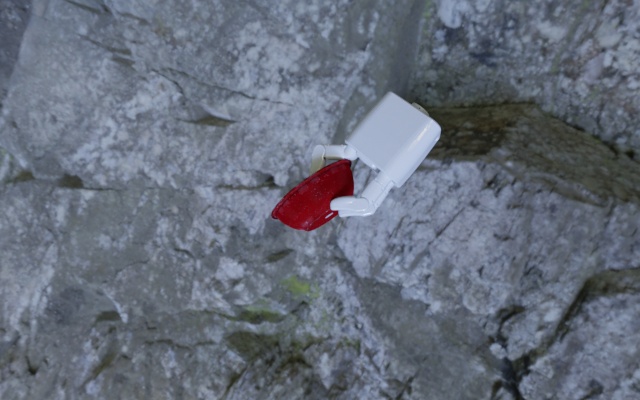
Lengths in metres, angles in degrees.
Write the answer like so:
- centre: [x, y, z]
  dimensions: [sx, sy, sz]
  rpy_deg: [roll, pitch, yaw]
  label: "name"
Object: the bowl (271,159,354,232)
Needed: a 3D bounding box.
- centre: [-0.001, 0.004, 0.784]
  dimensions: [0.162, 0.055, 0.162]
  rpy_deg: [-34, -11, -8]
  label: "bowl"
